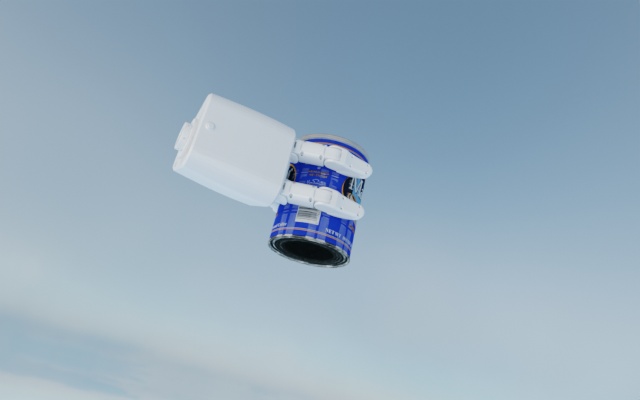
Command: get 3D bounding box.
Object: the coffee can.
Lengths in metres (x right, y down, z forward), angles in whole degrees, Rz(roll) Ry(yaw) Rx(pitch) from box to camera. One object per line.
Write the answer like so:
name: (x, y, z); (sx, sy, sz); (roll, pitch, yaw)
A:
coffee can: (0.000, 0.002, 0.604); (0.103, 0.140, 0.103); (11, -24, 5)
